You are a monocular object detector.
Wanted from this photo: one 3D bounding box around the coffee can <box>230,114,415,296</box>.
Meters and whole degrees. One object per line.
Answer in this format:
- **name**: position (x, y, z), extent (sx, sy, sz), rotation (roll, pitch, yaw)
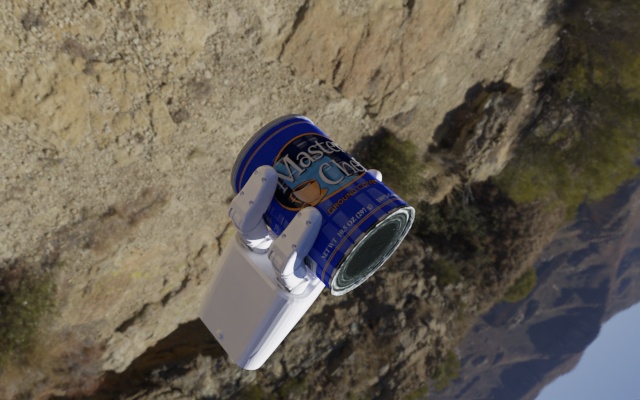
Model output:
- **coffee can**: position (0.000, 0.001, 0.440), extent (0.140, 0.103, 0.103), rotation (43, 21, 24)
